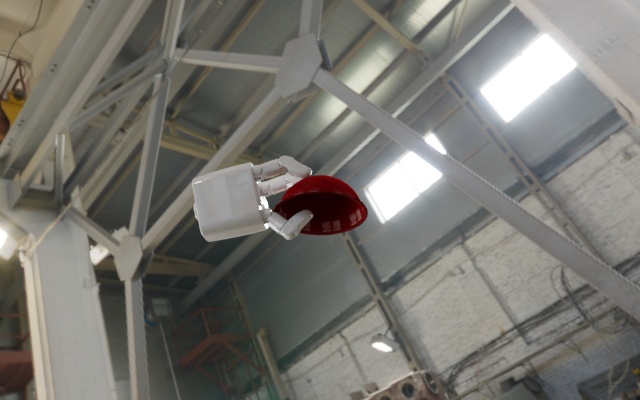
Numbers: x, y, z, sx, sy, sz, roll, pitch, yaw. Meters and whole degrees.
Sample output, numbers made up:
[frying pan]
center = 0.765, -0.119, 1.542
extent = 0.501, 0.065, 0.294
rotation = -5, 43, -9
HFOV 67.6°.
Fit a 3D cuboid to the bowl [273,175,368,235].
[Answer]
[bowl]
center = 0.001, 0.002, 0.825
extent = 0.162, 0.055, 0.162
rotation = 0, -29, 0
